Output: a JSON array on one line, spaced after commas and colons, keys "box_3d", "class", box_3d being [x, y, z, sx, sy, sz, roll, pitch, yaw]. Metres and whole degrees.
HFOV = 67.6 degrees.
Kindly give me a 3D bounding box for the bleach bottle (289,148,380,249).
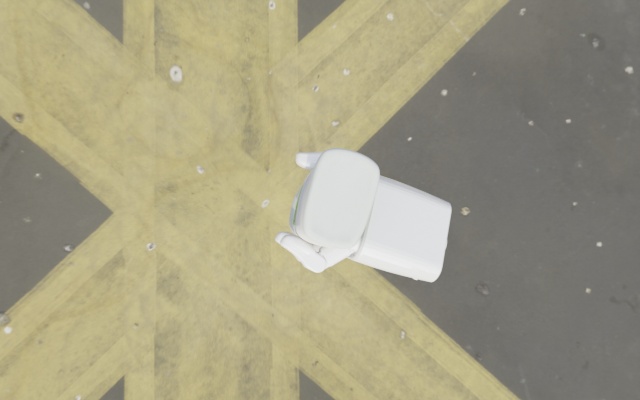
[{"box_3d": [0.000, 0.002, 0.591, 0.068, 0.102, 0.251, 17, -4, -9], "class": "bleach bottle"}]
